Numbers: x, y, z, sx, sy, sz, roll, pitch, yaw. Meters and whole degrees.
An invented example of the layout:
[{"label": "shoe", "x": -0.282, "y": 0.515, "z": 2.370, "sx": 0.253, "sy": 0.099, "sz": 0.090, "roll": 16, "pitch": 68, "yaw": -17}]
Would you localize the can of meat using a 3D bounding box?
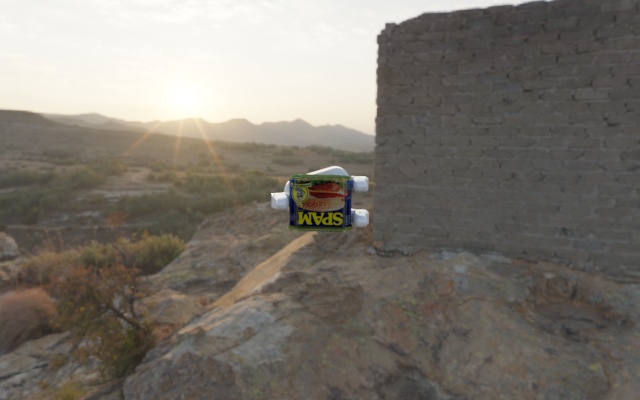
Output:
[{"label": "can of meat", "x": 0.000, "y": 0.002, "z": 0.743, "sx": 0.102, "sy": 0.084, "sz": 0.057, "roll": 1, "pitch": 7, "yaw": 2}]
